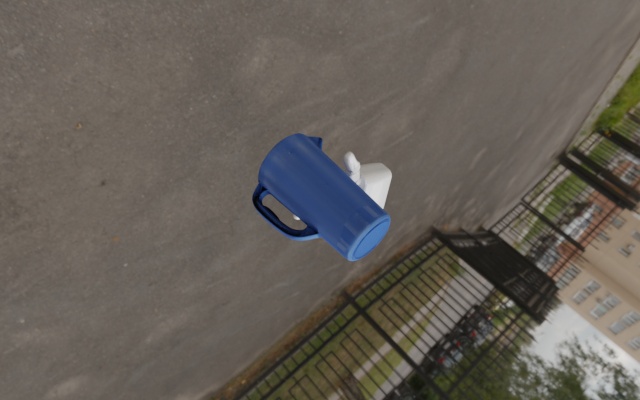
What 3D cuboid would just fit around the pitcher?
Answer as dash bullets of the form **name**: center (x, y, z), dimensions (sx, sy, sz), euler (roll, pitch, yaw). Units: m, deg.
- **pitcher**: center (0.000, 0.003, 0.879), dimensions (0.242, 0.149, 0.145), euler (43, 32, 24)
